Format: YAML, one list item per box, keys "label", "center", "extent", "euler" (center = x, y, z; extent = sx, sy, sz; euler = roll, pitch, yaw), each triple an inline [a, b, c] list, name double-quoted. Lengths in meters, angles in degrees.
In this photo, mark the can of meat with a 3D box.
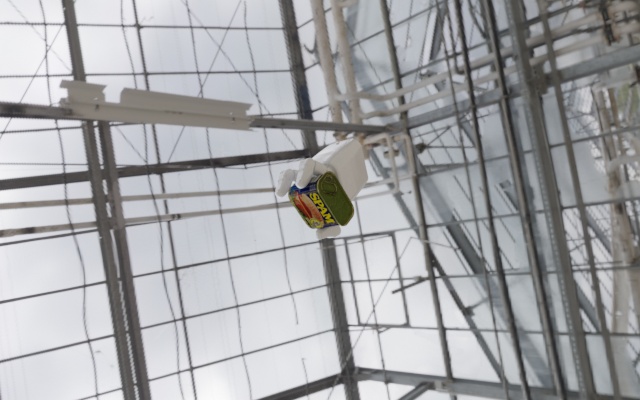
- label: "can of meat"
  center: [0.000, 0.003, 0.886]
  extent: [0.084, 0.102, 0.057]
  euler: [-12, 29, 43]
